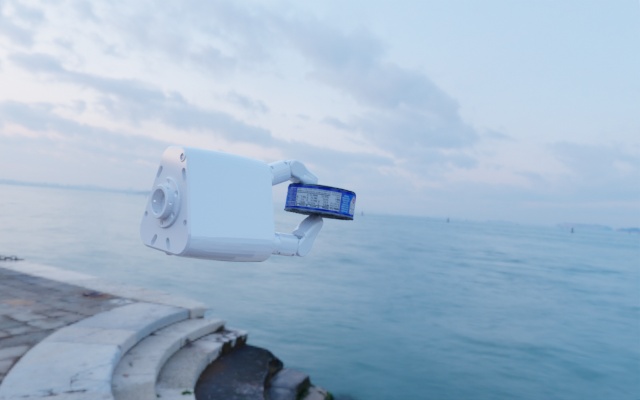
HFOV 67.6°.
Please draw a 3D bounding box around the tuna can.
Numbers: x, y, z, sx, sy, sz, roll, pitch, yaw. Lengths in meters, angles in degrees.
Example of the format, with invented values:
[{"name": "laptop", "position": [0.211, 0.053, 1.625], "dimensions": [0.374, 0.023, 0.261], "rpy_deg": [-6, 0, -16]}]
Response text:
[{"name": "tuna can", "position": [0.000, 0.001, 0.582], "dimensions": [0.086, 0.033, 0.086], "rpy_deg": [8, -5, 1]}]
